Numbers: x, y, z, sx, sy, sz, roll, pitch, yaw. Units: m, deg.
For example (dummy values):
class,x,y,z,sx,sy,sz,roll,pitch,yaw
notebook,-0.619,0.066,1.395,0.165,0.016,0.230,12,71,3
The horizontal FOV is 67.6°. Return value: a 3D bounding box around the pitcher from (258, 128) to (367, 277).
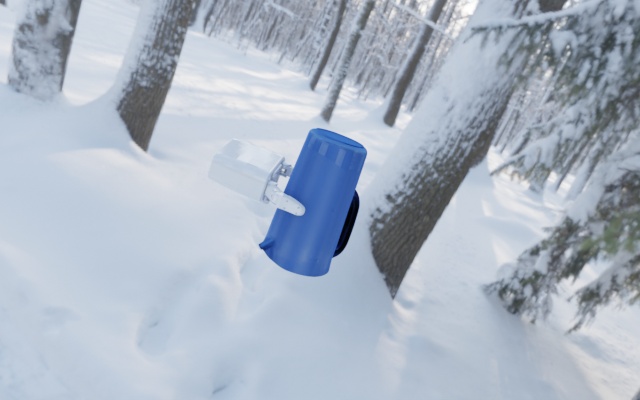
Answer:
class,x,y,z,sx,sy,sz,roll,pitch,yaw
pitcher,0.000,0.003,0.852,0.145,0.243,0.149,22,15,5
